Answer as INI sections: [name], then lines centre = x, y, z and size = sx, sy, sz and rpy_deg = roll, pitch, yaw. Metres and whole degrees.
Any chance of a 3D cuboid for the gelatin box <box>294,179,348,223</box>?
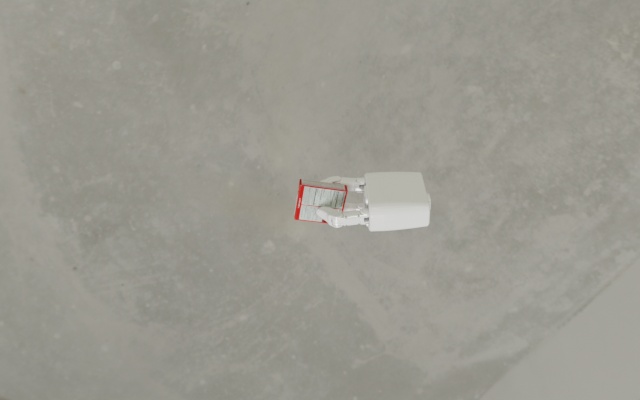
[gelatin box]
centre = 0.000, 0.003, 0.878
size = 0.089, 0.073, 0.030
rpy_deg = 7, 27, -8
